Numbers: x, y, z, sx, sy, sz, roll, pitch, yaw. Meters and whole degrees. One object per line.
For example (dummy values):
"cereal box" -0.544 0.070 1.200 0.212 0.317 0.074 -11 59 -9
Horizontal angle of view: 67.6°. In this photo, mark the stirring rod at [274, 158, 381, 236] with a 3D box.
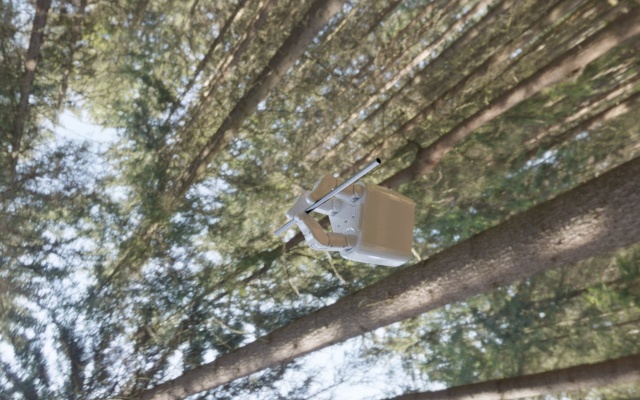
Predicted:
"stirring rod" 0.000 0.002 0.648 0.011 0.011 0.240 0 -24 -38
